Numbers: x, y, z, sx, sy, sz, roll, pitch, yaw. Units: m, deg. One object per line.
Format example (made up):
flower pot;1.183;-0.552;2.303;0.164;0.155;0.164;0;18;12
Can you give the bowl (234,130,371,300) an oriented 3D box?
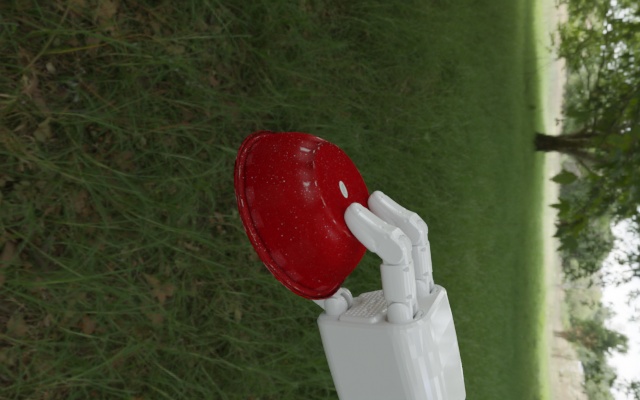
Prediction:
bowl;0.000;0.000;0.417;0.055;0.162;0.162;-25;-12;28
